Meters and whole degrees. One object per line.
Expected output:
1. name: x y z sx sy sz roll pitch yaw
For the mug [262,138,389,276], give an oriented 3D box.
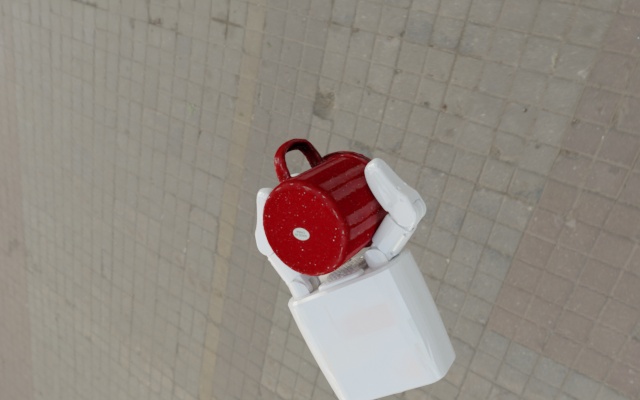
1. mug: -0.001 0.000 0.402 0.093 0.117 0.081 -26 2 37
